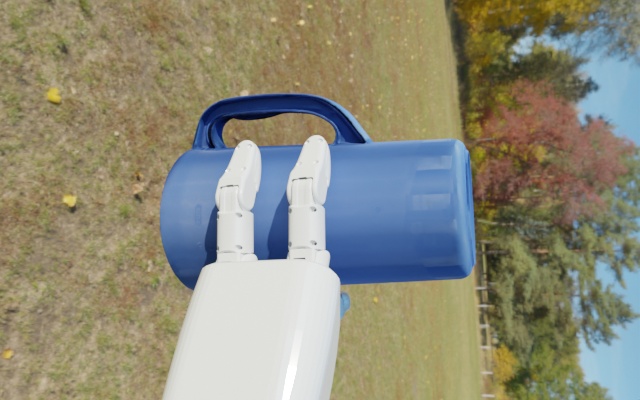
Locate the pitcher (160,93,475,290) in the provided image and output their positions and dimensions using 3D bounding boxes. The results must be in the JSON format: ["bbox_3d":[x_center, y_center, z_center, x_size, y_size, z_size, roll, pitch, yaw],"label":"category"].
[{"bbox_3d":[0.000,0.002,0.403,0.243,0.145,0.149,-3,-39,19],"label":"pitcher"}]
